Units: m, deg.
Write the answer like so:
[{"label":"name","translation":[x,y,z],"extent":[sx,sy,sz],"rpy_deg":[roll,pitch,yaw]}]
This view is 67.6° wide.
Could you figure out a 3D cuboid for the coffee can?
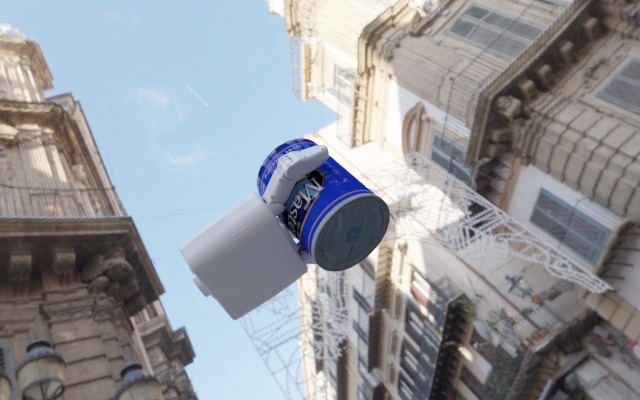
[{"label":"coffee can","translation":[0.000,0.002,0.573],"extent":[0.103,0.103,0.140],"rpy_deg":[0,32,-39]}]
